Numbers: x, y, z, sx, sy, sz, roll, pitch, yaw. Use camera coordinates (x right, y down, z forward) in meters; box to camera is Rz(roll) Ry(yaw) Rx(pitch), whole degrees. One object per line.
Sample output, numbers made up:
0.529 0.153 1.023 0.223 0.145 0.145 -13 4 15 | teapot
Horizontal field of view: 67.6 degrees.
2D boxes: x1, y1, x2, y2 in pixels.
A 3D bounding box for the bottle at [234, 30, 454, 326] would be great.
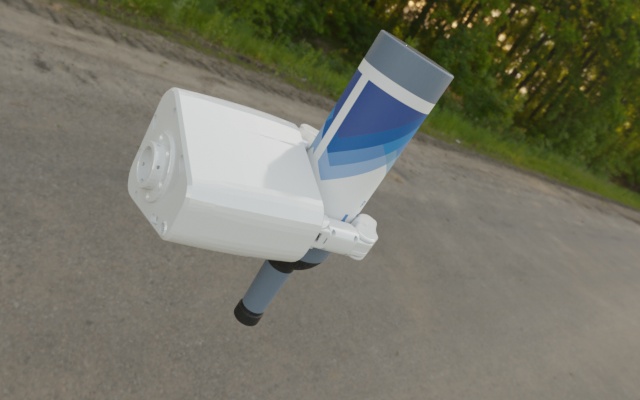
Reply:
0.000 0.001 0.420 0.069 0.296 0.069 28 23 -13 | bottle
